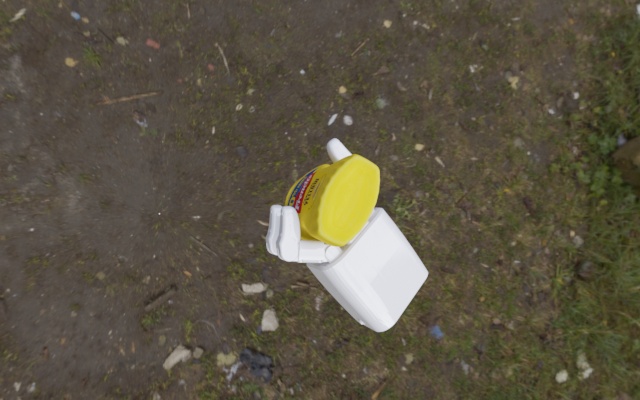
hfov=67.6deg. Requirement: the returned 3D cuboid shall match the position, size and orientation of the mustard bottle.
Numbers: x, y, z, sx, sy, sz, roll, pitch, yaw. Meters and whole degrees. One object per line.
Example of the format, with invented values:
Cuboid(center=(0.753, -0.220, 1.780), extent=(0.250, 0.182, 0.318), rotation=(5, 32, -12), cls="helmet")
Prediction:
Cuboid(center=(0.000, 0.002, 0.569), extent=(0.058, 0.096, 0.191), rotation=(27, -10, -16), cls="mustard bottle")
